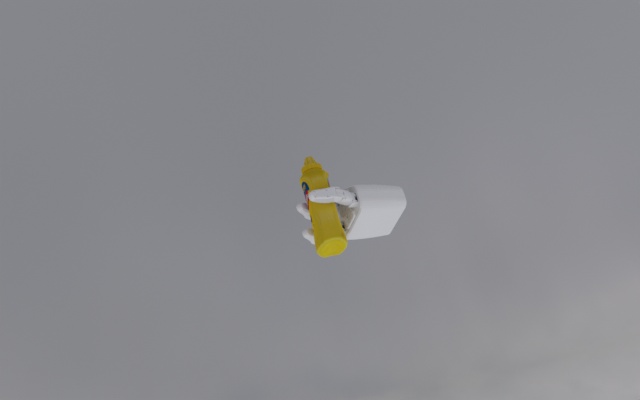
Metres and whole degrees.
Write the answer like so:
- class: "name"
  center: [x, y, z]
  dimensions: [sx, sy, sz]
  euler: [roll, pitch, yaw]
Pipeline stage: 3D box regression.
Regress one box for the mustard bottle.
- class: "mustard bottle"
  center: [0.000, 0.003, 0.891]
  dimensions: [0.058, 0.191, 0.096]
  euler: [-13, -24, -4]
